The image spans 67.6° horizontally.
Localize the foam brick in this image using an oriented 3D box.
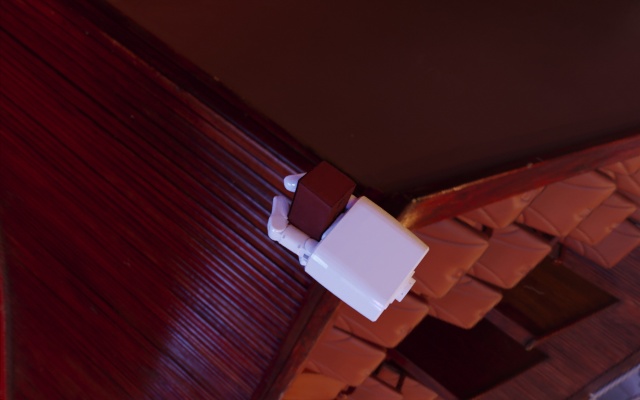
[{"bbox_3d":[0.000,0.002,0.573,0.051,0.078,0.053,38,52,14],"label":"foam brick"}]
